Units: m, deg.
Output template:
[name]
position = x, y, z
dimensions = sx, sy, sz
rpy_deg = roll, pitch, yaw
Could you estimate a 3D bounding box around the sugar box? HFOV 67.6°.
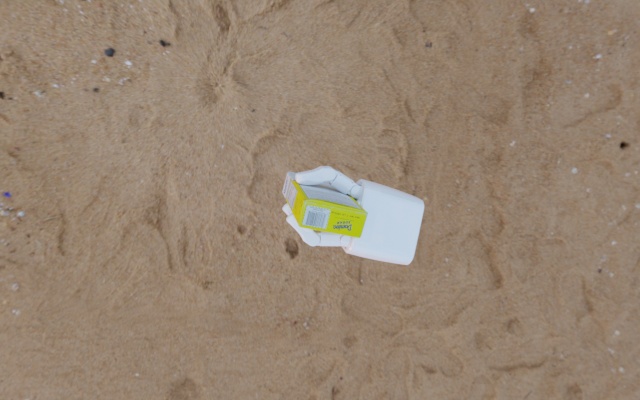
[sugar box]
position = 0.000, 0.003, 0.726
dimensions = 0.093, 0.048, 0.176
rpy_deg = 12, 10, -14
